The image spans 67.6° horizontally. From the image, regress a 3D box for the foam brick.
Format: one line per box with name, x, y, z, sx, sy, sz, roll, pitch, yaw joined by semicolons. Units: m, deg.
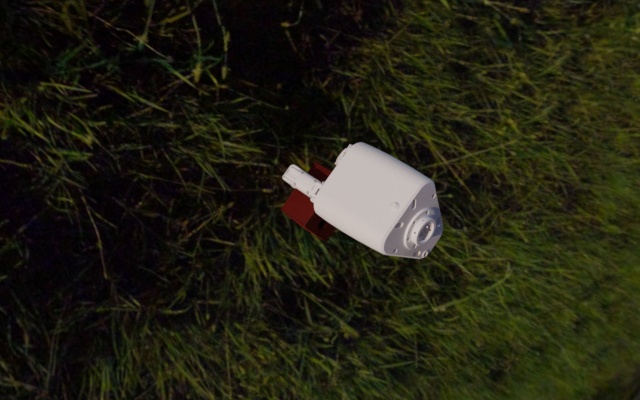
foam brick;0.000;0.002;0.597;0.051;0.078;0.053;33;-4;39
